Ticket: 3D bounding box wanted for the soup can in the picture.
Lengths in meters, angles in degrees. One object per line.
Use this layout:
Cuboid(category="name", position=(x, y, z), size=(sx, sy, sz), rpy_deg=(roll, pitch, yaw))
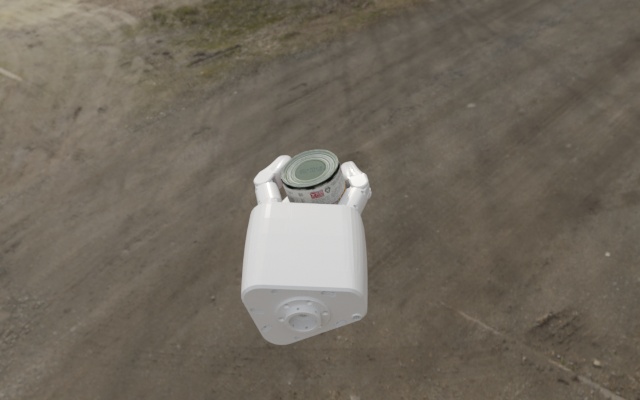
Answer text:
Cuboid(category="soup can", position=(0.000, 0.001, 0.546), size=(0.068, 0.102, 0.068), rpy_deg=(-11, 40, 9))
